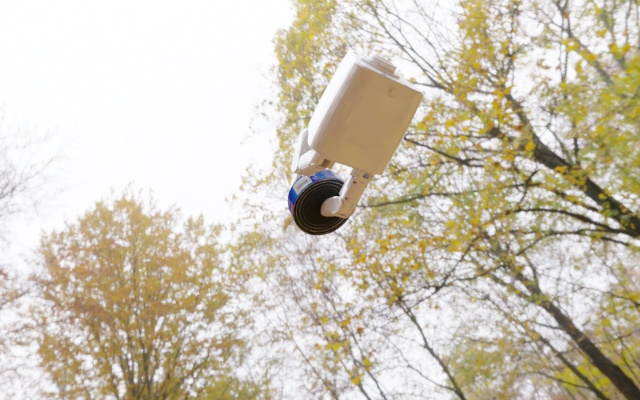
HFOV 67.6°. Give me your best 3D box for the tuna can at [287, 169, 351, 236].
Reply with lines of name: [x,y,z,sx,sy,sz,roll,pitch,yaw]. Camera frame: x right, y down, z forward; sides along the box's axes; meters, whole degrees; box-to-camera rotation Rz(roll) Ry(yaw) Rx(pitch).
tuna can: [0.000,0.002,0.632,0.086,0.086,0.033,0,30,-23]
